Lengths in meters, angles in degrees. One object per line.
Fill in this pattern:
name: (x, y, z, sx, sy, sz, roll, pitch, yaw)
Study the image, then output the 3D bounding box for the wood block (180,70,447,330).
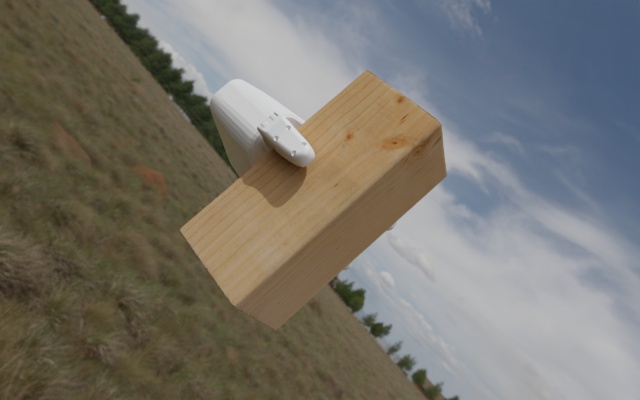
wood block: (0.000, 0.001, 0.409, 0.090, 0.206, 0.091, 45, -6, 31)
